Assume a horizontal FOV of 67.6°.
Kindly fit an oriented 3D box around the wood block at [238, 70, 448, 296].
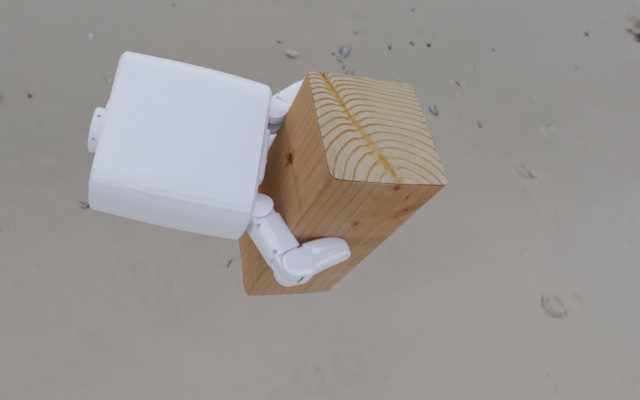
[{"bbox_3d":[0.000,0.002,0.401,0.090,0.090,0.206,2,-30,-24],"label":"wood block"}]
